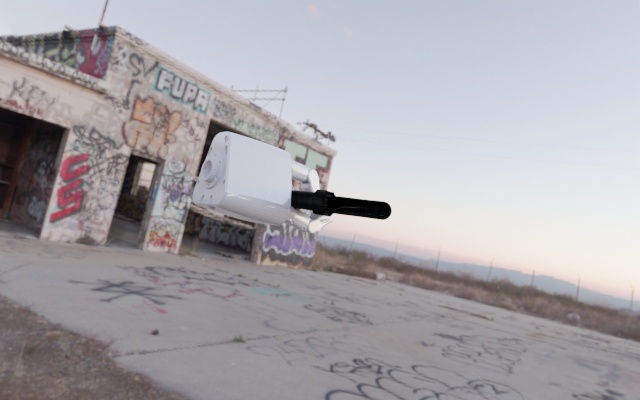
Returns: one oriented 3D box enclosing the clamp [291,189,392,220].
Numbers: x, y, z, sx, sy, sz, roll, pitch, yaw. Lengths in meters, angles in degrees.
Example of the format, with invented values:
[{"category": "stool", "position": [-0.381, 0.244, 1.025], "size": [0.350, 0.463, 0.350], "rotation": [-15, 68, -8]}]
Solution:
[{"category": "clamp", "position": [0.000, 0.002, 0.665], "size": [0.120, 0.039, 0.171], "rotation": [18, -10, -40]}]
